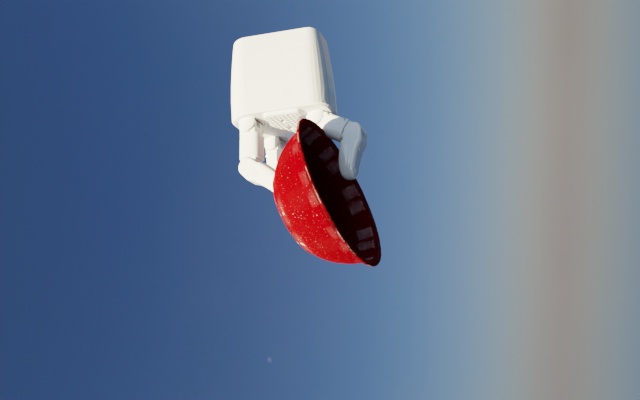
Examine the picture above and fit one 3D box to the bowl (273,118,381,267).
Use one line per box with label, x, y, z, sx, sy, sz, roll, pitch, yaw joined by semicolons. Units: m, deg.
bowl;0.000;0.003;0.479;0.055;0.162;0.162;-27;-9;17
